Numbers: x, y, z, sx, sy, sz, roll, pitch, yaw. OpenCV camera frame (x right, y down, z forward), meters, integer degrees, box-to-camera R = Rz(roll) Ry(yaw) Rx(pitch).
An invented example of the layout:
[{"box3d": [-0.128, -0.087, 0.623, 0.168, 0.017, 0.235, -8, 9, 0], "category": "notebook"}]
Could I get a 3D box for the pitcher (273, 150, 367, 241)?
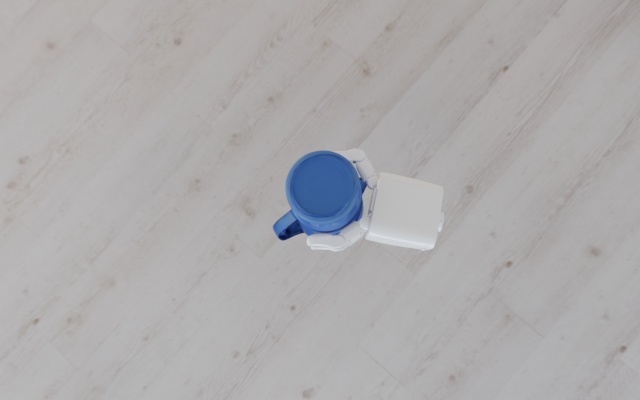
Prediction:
[{"box3d": [0.000, 0.003, 0.789, 0.145, 0.149, 0.243, 13, -7, 5], "category": "pitcher"}]
